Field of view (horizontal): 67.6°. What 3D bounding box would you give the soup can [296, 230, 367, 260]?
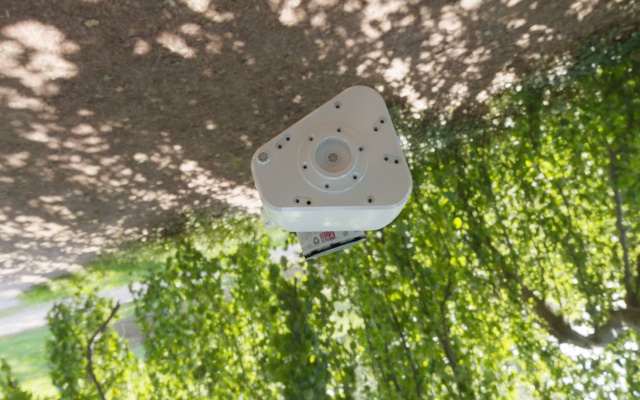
[{"bbox_3d":[0.000,0.002,0.487,0.068,0.102,0.068,-18,-9,-3],"label":"soup can"}]
